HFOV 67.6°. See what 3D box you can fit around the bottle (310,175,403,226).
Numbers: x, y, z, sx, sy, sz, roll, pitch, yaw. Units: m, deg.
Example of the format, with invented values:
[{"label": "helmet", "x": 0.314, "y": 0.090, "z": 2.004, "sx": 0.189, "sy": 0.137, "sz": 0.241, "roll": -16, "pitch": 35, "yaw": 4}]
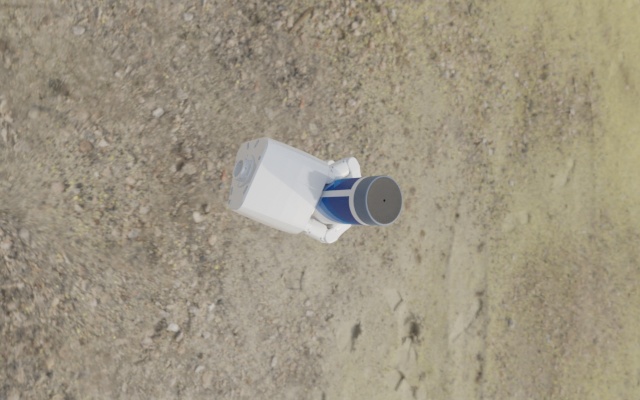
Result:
[{"label": "bottle", "x": 0.000, "y": 0.002, "z": 0.744, "sx": 0.069, "sy": 0.069, "sz": 0.295, "roll": 0, "pitch": -1, "yaw": -35}]
